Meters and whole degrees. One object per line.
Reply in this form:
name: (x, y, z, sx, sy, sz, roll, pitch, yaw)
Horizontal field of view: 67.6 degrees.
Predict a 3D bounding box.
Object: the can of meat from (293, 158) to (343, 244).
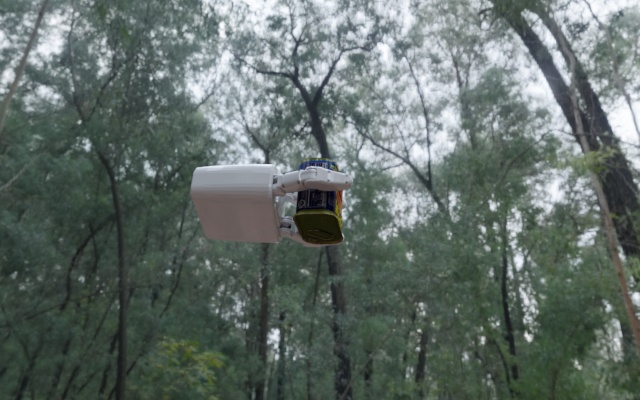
can of meat: (0.000, 0.002, 0.646, 0.057, 0.084, 0.102, -2, -27, 9)
